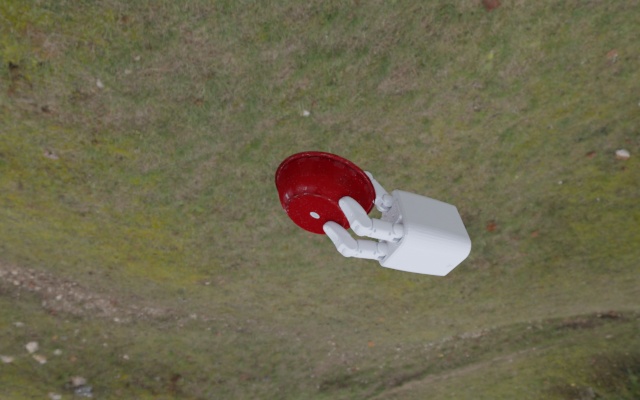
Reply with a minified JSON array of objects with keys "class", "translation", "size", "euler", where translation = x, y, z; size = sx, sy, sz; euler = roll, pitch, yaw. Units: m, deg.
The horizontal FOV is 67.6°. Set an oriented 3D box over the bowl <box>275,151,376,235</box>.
[{"class":"bowl","translation":[-0.001,0.002,0.725],"size":[0.162,0.055,0.162],"euler":[11,-40,10]}]
